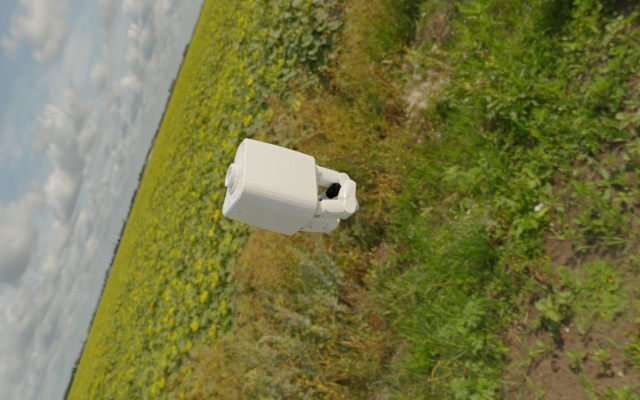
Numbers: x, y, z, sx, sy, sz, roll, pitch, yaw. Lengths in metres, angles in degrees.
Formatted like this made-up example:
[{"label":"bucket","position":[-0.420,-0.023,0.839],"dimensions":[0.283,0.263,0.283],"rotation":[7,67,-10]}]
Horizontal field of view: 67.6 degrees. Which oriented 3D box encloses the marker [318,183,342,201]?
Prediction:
[{"label":"marker","position":[0.000,0.002,0.745],"dimensions":[0.020,0.020,0.121],"rotation":[0,-21,-28]}]
